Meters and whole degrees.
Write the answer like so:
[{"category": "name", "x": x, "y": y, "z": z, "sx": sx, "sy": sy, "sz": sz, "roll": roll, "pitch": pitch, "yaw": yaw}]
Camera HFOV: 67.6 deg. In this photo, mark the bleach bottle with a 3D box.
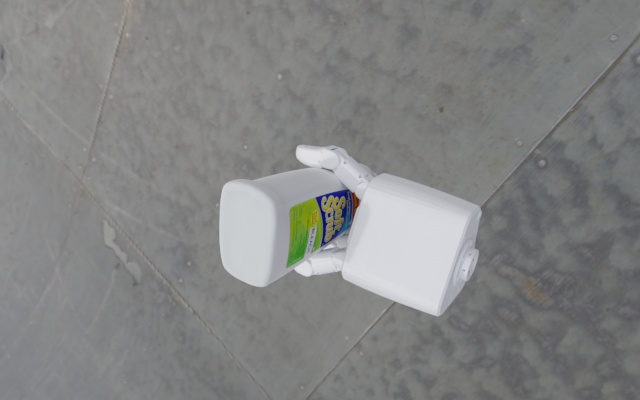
[{"category": "bleach bottle", "x": 0.000, "y": 0.002, "z": 0.528, "sx": 0.068, "sy": 0.103, "sz": 0.250, "roll": 19, "pitch": 25, "yaw": 29}]
